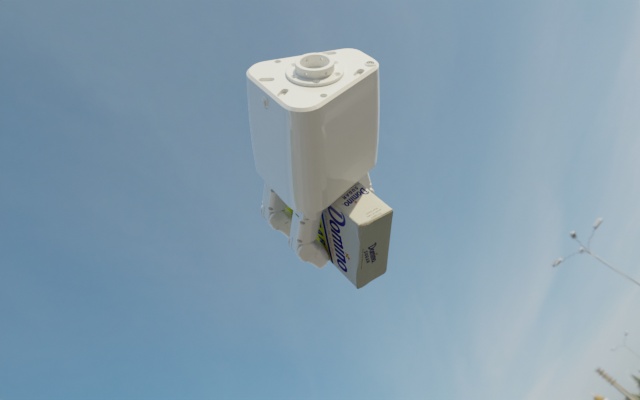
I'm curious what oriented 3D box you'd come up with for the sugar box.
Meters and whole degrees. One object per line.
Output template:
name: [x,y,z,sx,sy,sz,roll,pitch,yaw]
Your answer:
sugar box: [0.000,0.002,0.503,0.048,0.093,0.176,-25,47,-23]
